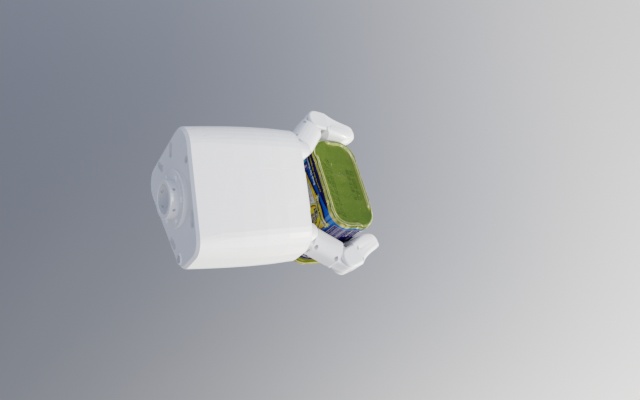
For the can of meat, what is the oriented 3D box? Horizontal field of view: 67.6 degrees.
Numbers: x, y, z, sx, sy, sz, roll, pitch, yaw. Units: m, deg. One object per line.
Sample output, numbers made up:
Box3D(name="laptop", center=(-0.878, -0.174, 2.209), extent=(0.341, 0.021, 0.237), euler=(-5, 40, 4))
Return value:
Box3D(name="can of meat", center=(0.000, 0.002, 0.485), extent=(0.057, 0.102, 0.084), euler=(2, -30, -37))
